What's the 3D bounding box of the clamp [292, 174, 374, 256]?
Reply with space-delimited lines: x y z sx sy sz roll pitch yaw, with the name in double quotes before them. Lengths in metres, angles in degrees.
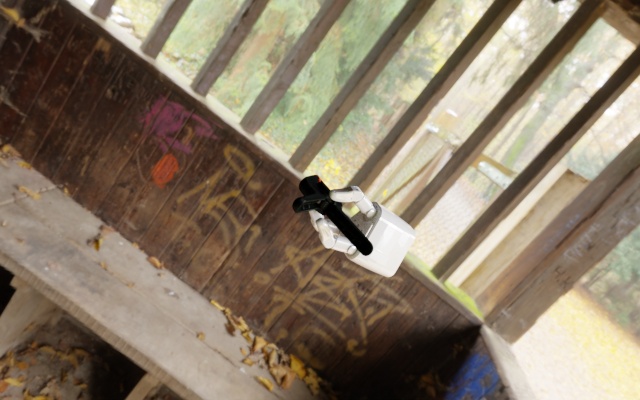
"clamp" 0.001 0.002 0.841 0.165 0.036 0.210 33 16 -31
